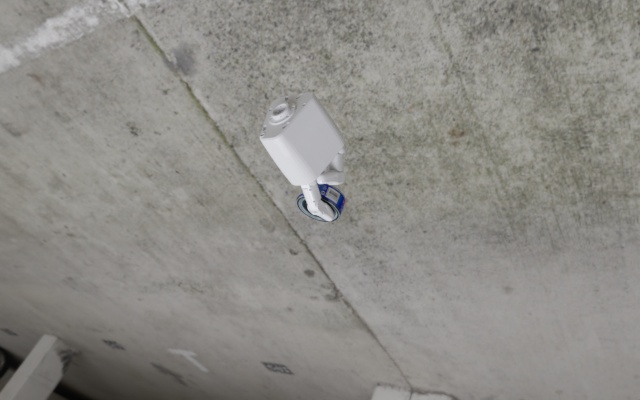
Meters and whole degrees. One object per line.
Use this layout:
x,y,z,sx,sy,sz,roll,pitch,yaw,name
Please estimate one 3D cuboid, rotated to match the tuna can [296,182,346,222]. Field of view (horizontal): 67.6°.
0.000,0.003,0.863,0.086,0.033,0.086,16,-30,10,tuna can
